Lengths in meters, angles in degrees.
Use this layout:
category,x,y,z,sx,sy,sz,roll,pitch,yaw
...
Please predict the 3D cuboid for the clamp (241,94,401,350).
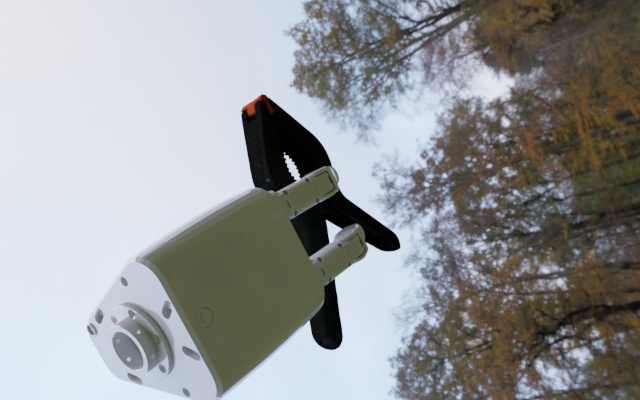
category,x,y,z,sx,sy,sz,roll,pitch,yaw
clamp,-0.001,0.001,0.431,0.036,0.210,0.164,-23,6,36
